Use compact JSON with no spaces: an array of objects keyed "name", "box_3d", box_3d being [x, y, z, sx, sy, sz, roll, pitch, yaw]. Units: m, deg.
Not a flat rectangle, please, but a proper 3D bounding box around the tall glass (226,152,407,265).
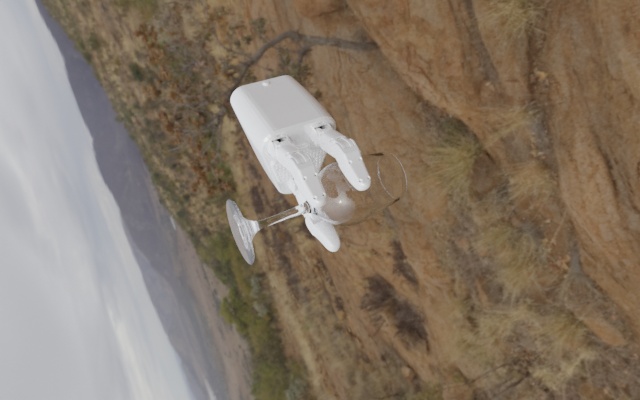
[{"name":"tall glass","box_3d":[0.000,0.002,0.545,0.201,0.079,0.079,-20,7,-21]}]
